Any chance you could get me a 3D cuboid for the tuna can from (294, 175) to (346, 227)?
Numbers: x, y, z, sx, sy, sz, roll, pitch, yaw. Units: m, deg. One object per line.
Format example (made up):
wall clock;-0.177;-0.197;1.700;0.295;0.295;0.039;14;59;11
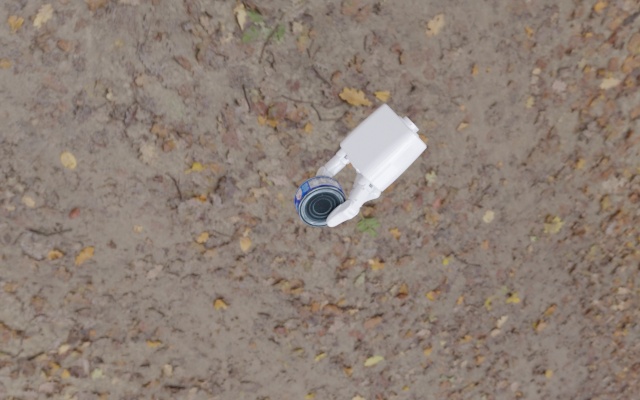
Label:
tuna can;0.000;0.003;0.806;0.086;0.086;0.033;0;35;-16
